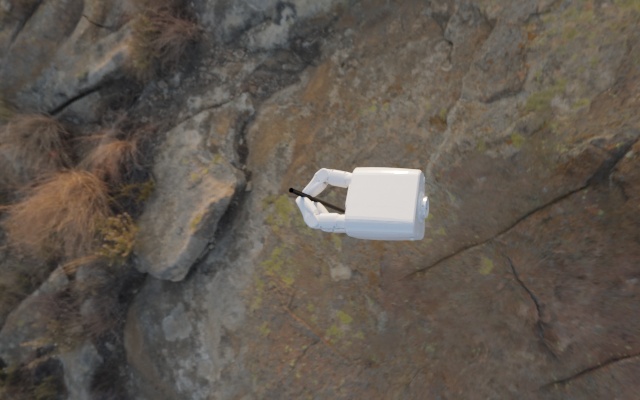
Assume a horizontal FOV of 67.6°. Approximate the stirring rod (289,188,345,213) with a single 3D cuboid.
[{"bbox_3d":[0.000,0.003,0.832,0.011,0.011,0.239,0,-9,22],"label":"stirring rod"}]
